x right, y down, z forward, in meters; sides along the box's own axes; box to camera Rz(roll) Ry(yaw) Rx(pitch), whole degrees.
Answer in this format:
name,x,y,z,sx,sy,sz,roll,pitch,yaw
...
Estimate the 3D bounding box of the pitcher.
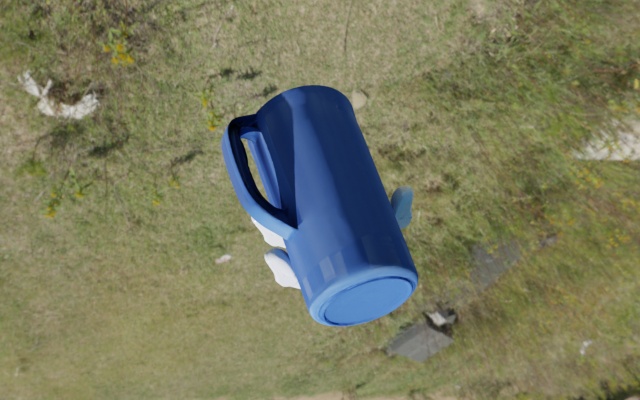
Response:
name,x,y,z,sx,sy,sz,roll,pitch,yaw
pitcher,0.000,0.002,0.504,0.149,0.242,0.145,-22,-35,3
